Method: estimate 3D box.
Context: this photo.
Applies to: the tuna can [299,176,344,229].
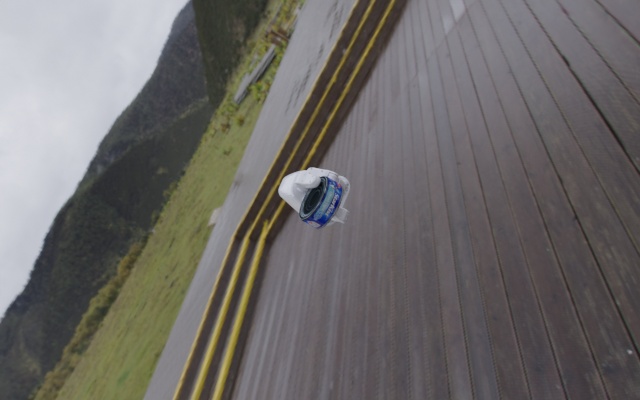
[{"bbox_3d":[0.000,0.002,0.796,0.034,0.086,0.086,29,-11,-20],"label":"tuna can"}]
